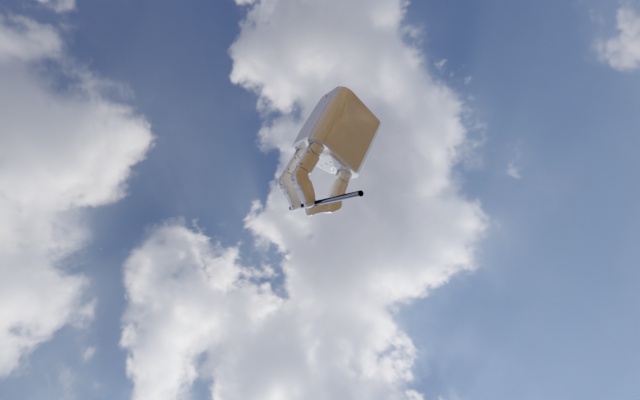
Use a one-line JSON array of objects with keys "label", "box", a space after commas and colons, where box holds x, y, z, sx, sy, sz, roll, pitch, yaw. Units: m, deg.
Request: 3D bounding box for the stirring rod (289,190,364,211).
[{"label": "stirring rod", "box": [0.000, 0.002, 0.701, 0.011, 0.011, 0.239, 0, -5, -25]}]
